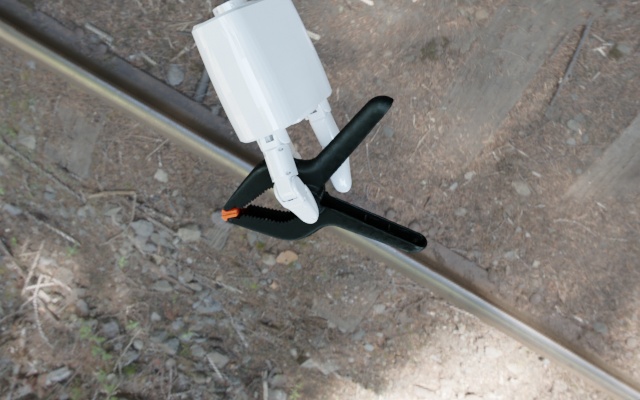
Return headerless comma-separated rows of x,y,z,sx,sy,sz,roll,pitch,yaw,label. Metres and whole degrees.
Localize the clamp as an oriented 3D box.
-0.001,0.002,0.486,0.210,0.165,0.036,-16,22,21,clamp
